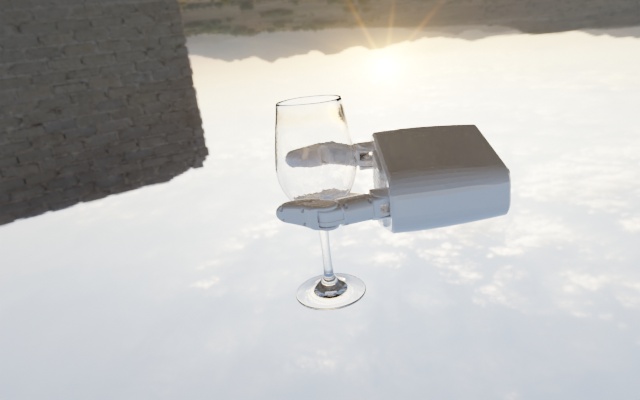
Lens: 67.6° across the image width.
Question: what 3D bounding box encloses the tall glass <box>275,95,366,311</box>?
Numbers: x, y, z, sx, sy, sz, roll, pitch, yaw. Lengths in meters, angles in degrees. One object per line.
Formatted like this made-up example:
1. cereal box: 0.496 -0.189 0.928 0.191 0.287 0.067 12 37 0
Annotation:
1. tall glass: 0.000 0.002 0.469 0.079 0.201 0.079 -6 19 2
